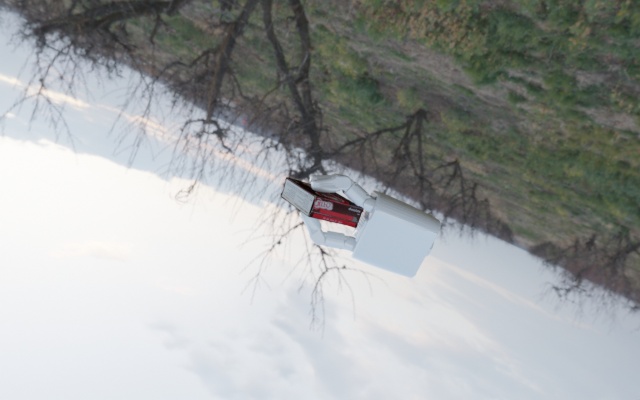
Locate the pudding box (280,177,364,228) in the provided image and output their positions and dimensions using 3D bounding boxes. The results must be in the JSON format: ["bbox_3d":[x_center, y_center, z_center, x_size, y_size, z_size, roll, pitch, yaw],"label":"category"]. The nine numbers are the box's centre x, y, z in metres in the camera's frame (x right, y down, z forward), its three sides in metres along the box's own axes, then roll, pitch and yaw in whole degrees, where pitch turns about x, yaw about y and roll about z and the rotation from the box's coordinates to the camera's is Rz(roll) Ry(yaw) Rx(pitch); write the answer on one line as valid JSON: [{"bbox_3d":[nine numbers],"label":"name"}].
[{"bbox_3d":[0.000,0.003,0.746,0.090,0.039,0.113,16,7,-31],"label":"pudding box"}]
